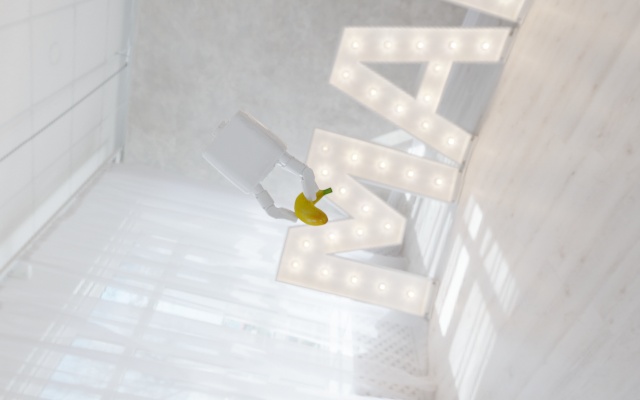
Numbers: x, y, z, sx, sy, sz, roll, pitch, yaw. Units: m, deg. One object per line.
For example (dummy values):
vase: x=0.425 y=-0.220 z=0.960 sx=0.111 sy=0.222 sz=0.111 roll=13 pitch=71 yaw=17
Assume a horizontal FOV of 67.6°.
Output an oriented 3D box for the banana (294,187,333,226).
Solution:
banana: x=-0.017 y=0.008 z=0.878 sx=0.069 sy=0.037 sz=0.197 roll=-21 pitch=16 yaw=10
